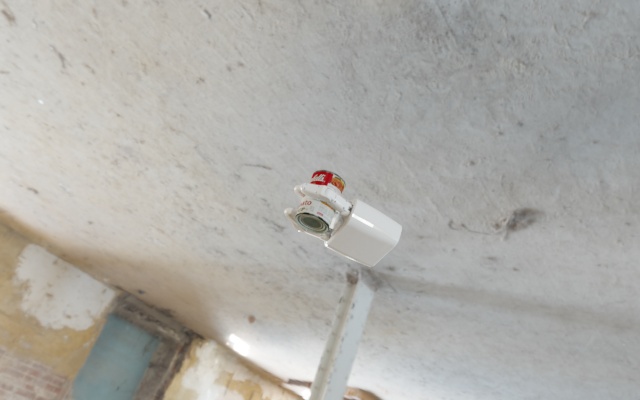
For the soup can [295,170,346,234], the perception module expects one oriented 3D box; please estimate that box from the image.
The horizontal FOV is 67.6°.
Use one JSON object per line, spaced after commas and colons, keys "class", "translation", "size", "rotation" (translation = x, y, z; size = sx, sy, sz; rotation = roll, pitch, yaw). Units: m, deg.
{"class": "soup can", "translation": [0.000, 0.003, 0.893], "size": [0.068, 0.102, 0.068], "rotation": [16, -30, 10]}
